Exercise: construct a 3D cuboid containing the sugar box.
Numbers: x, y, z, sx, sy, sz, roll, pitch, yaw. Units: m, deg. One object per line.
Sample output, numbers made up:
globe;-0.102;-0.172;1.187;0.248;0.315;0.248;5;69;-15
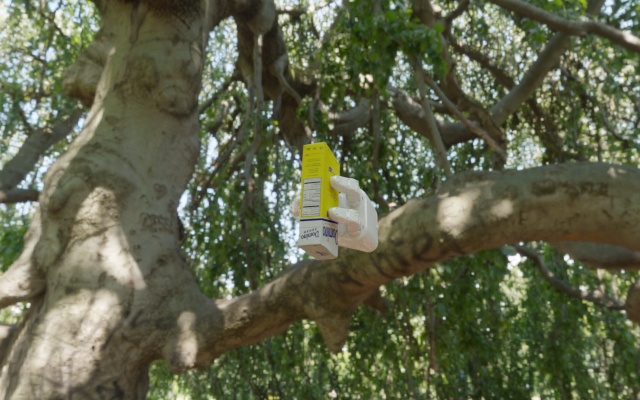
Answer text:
sugar box;0.001;0.002;0.793;0.048;0.176;0.093;-7;-21;17
